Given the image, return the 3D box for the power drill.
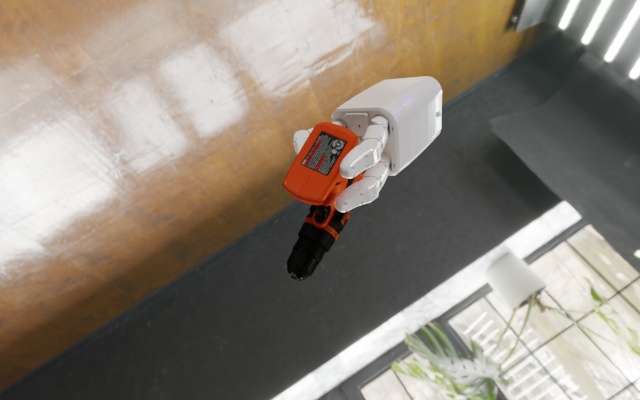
[{"bbox_3d":[0.000,0.002,0.613,0.057,0.184,0.188,23,-19,13],"label":"power drill"}]
